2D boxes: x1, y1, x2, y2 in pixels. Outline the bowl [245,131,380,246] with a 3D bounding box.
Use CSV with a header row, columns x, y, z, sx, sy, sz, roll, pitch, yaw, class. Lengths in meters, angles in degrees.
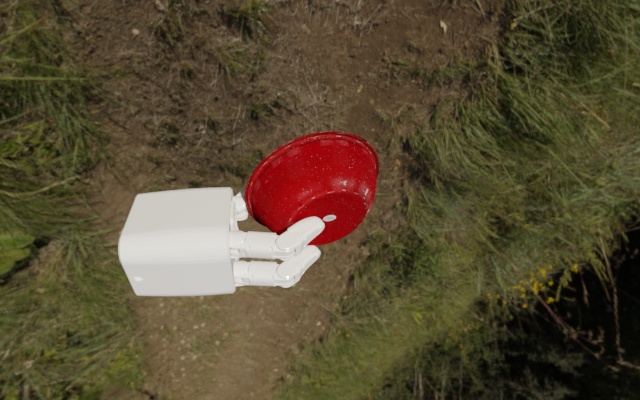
x,y,z,sx,sy,sz,roll,pitch,yaw,class
0.001,0.002,0.533,0.162,0.055,0.162,-14,-39,-12,bowl
